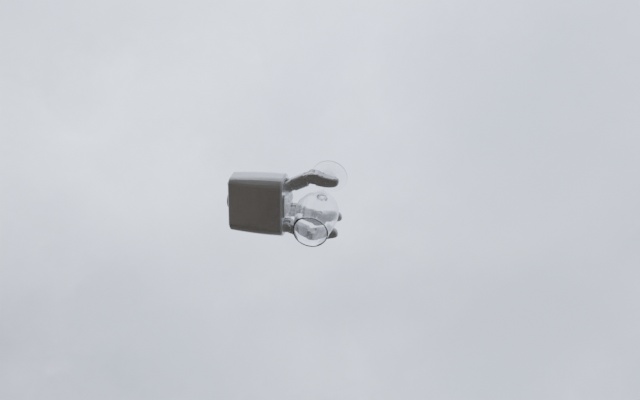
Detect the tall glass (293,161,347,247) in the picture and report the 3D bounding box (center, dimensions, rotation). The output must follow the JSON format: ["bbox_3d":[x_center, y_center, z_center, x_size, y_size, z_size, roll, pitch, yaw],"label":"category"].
[{"bbox_3d":[0.000,0.003,0.891,0.079,0.079,0.201,0,31,12],"label":"tall glass"}]
